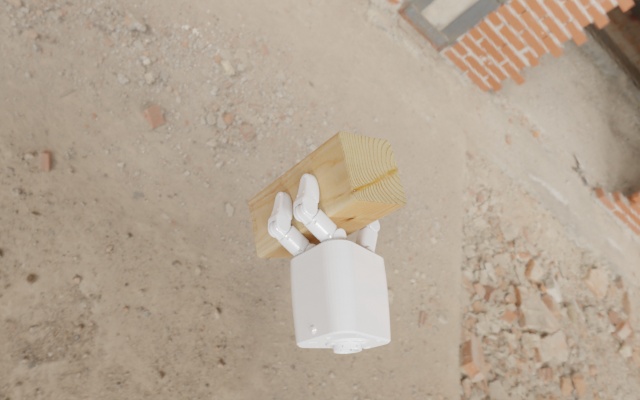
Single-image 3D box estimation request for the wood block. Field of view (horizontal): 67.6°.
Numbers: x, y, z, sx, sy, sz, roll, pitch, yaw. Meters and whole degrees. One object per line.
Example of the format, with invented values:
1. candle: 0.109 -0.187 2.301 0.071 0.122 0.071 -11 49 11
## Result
1. wood block: 0.000 0.002 0.631 0.091 0.090 0.206 5 -26 -40
